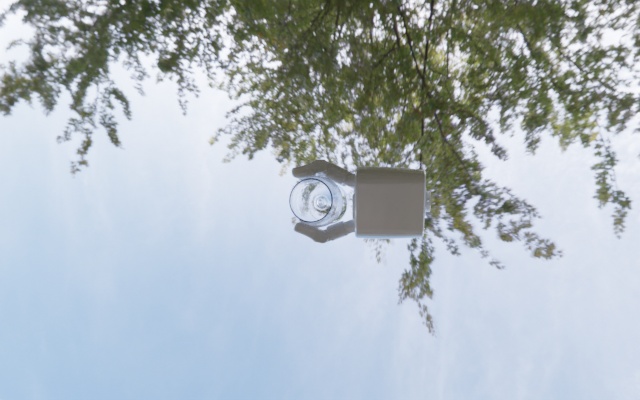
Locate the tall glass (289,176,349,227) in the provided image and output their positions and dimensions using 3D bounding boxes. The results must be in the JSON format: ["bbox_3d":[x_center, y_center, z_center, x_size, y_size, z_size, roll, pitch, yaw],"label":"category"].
[{"bbox_3d":[0.000,0.003,0.758,0.079,0.079,0.201,0,-1,8],"label":"tall glass"}]
